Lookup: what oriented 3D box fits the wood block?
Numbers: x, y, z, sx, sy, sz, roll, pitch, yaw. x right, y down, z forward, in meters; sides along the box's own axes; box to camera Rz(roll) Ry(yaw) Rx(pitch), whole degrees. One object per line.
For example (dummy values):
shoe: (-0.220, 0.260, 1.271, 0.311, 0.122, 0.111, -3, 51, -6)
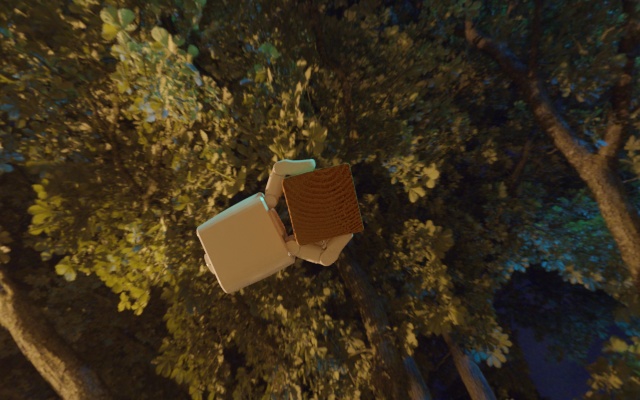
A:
wood block: (0.000, 0.002, 0.704, 0.090, 0.091, 0.206, -14, 2, -2)
